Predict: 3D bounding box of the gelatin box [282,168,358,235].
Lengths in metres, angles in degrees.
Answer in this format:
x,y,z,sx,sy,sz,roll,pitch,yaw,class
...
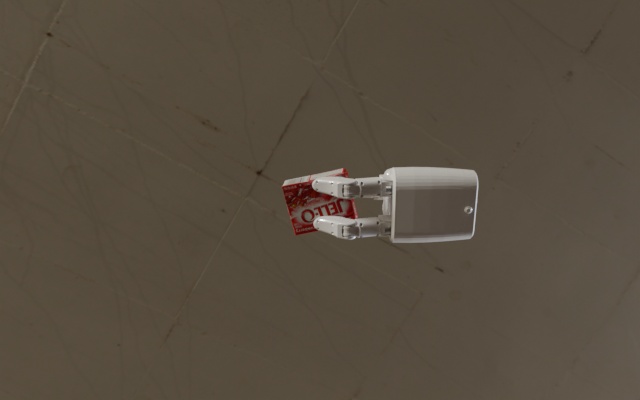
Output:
x,y,z,sx,sy,sz,roll,pitch,yaw,class
0.000,0.002,0.645,0.089,0.073,0.030,-11,18,11,gelatin box
